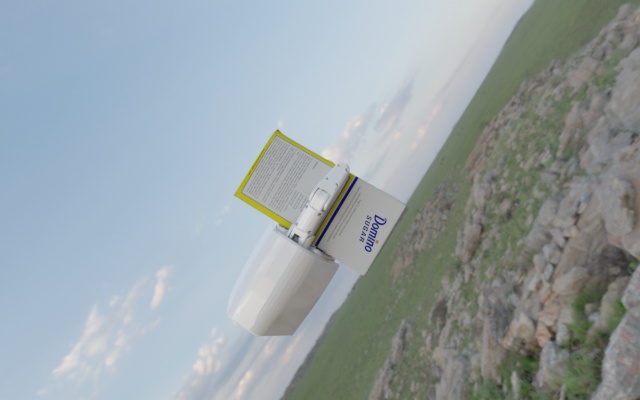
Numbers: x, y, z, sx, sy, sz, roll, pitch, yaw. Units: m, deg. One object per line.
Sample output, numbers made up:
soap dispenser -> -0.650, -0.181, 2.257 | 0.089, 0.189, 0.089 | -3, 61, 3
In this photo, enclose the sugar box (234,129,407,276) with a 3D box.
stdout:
sugar box -> 0.000, 0.002, 0.550 | 0.176, 0.093, 0.048 | 32, -1, 9
